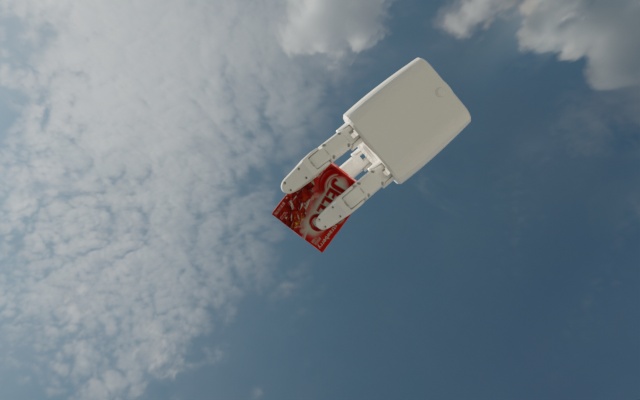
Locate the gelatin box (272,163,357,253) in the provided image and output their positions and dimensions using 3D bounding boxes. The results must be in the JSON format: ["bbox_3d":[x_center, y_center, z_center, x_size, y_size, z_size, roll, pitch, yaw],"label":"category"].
[{"bbox_3d":[0.000,0.002,0.545,0.073,0.089,0.030,37,7,1],"label":"gelatin box"}]
